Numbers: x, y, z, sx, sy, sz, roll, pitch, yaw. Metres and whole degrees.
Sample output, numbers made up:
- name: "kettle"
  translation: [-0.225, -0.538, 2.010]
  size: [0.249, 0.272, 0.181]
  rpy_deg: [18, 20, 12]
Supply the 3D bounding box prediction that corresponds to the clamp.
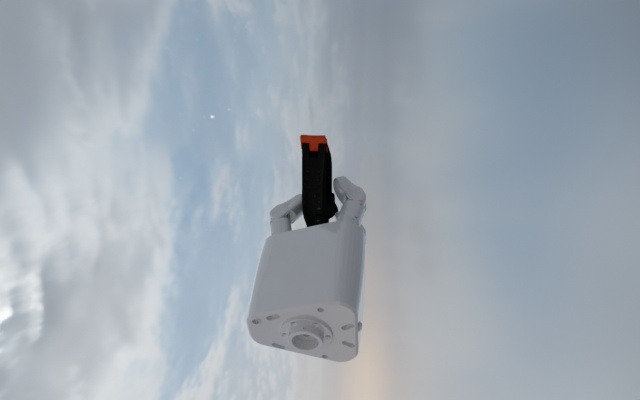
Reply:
- name: "clamp"
  translation: [-0.001, 0.002, 0.575]
  size: [0.036, 0.210, 0.164]
  rpy_deg: [2, 39, 7]
